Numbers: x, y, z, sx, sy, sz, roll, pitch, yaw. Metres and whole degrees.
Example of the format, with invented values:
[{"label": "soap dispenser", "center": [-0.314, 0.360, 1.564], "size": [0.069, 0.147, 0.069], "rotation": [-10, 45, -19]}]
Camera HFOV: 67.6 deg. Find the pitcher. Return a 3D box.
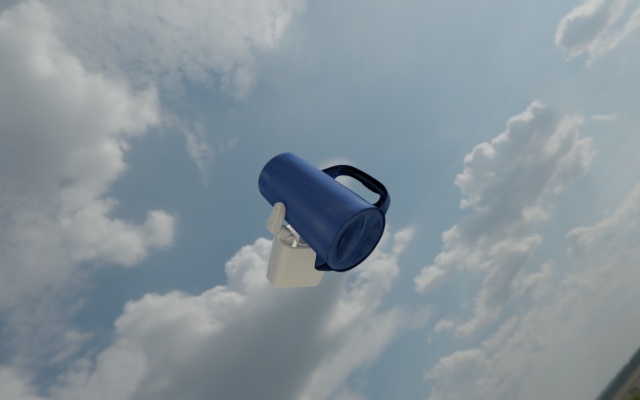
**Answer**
[{"label": "pitcher", "center": [0.000, 0.003, 0.876], "size": [0.149, 0.145, 0.242], "rotation": [-11, 39, -40]}]
